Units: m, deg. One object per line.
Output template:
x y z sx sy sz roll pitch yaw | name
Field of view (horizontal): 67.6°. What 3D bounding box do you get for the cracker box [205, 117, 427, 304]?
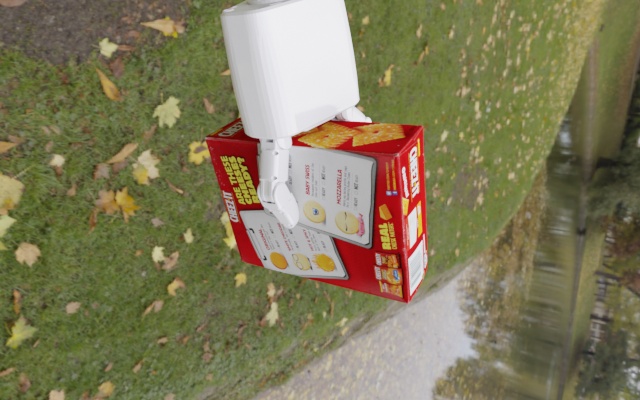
0.000 0.002 0.497 0.213 0.164 0.072 9 34 30 | cracker box
